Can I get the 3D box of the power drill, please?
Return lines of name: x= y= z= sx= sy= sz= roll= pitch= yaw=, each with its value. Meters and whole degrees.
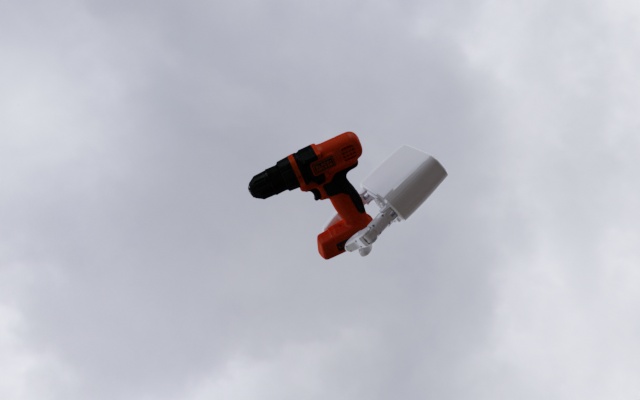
power drill: x=0.001 y=0.003 z=0.758 sx=0.184 sy=0.188 sz=0.057 roll=-24 pitch=31 yaw=0
